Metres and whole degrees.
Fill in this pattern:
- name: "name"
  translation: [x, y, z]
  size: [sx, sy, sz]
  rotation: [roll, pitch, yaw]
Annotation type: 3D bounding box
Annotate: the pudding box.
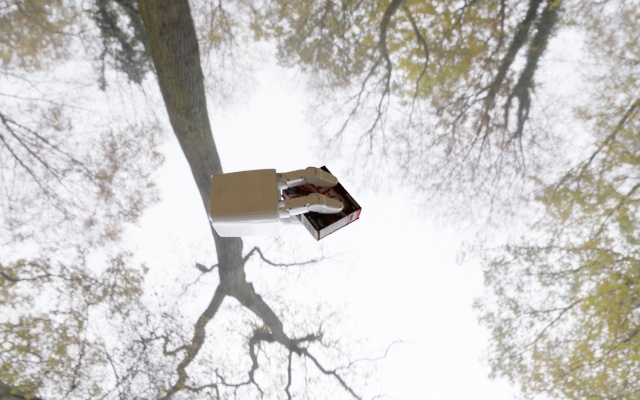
- name: "pudding box"
  translation: [0.000, 0.003, 0.794]
  size: [0.090, 0.113, 0.039]
  rotation: [-28, -29, -21]
